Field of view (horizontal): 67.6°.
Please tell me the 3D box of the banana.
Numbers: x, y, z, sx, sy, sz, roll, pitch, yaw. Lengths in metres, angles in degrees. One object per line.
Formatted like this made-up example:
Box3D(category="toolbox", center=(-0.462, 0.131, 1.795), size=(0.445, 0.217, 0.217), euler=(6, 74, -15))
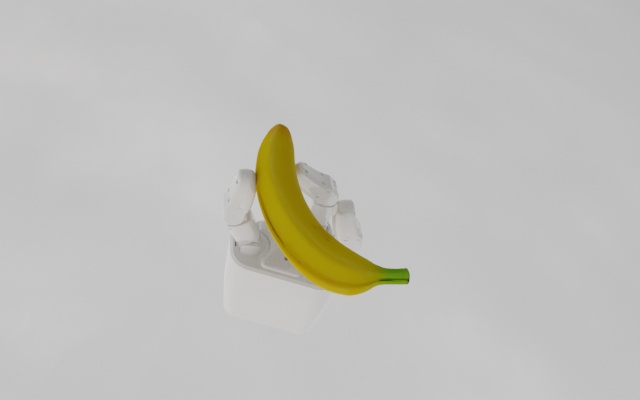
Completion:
Box3D(category="banana", center=(-0.014, 0.009, 0.395), size=(0.069, 0.197, 0.037), euler=(-20, -35, -28))
